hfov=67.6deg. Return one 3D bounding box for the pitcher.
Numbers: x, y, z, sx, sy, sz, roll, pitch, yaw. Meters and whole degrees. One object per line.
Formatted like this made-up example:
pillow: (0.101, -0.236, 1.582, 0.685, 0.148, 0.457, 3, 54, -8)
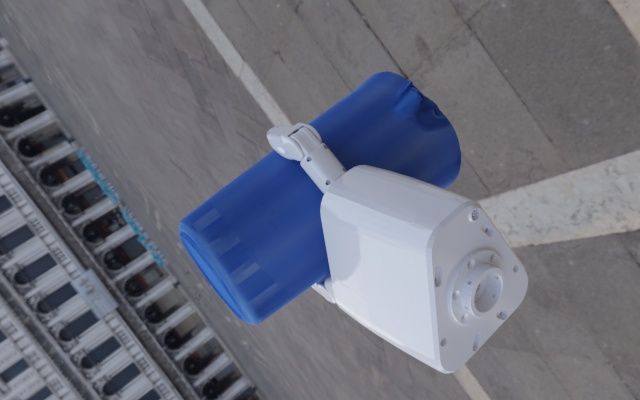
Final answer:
pitcher: (0.000, 0.001, 0.445, 0.243, 0.149, 0.145, -37, 31, -20)
